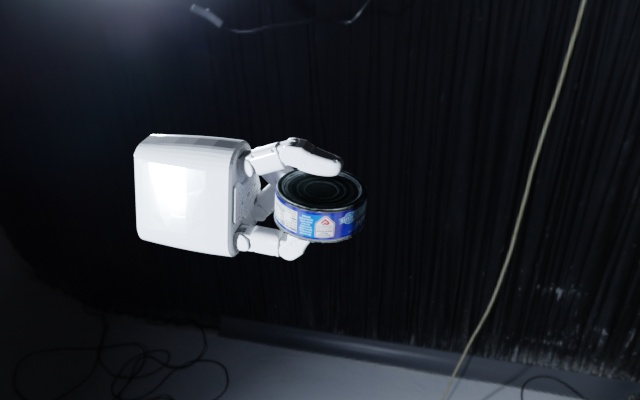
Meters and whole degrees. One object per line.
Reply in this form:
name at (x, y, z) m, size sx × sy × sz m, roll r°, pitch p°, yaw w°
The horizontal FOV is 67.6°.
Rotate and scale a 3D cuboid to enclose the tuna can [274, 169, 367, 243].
tuna can at (0.000, 0.001, 0.442) m, size 0.086 × 0.034 × 0.086 m, roll 3°, pitch 30°, yaw -2°
